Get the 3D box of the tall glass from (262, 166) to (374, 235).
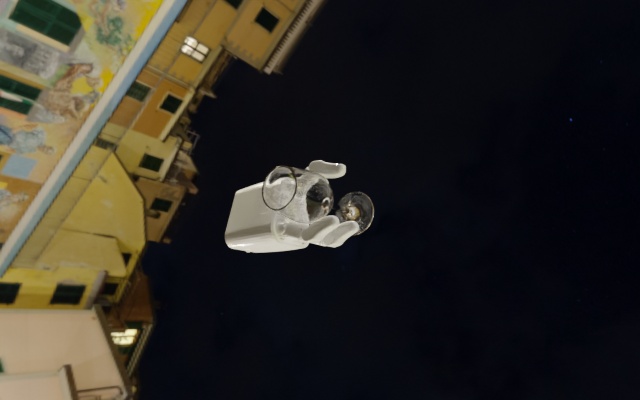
[{"bbox_3d":[0.001,0.002,0.724,0.079,0.079,0.201,0,-11,35],"label":"tall glass"}]
